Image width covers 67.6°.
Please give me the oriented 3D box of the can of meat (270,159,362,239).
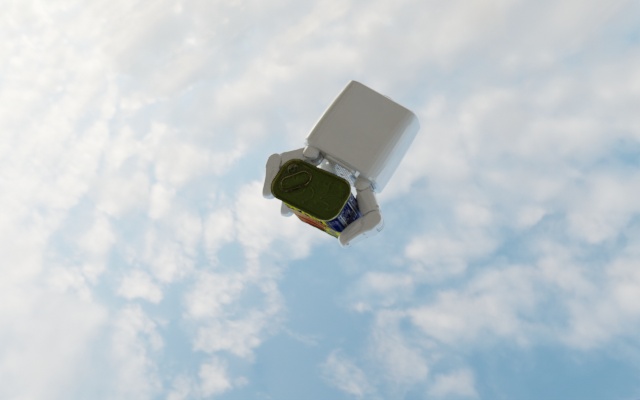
[{"bbox_3d":[0.000,0.002,0.599,0.102,0.057,0.084,25,-13,28],"label":"can of meat"}]
